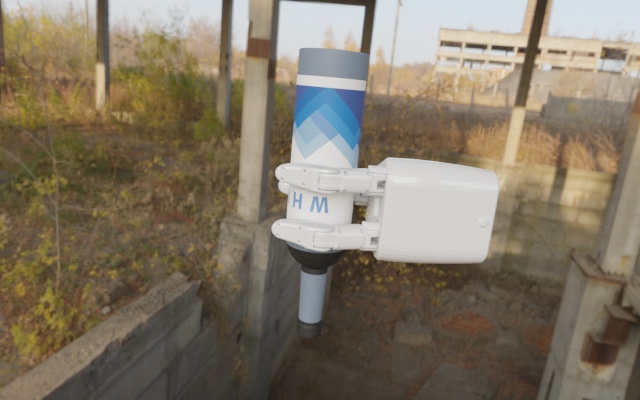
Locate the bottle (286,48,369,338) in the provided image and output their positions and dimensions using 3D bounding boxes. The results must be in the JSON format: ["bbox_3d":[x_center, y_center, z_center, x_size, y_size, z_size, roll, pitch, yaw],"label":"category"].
[{"bbox_3d":[0.000,0.001,0.487,0.069,0.296,0.069,5,14,-1],"label":"bottle"}]
